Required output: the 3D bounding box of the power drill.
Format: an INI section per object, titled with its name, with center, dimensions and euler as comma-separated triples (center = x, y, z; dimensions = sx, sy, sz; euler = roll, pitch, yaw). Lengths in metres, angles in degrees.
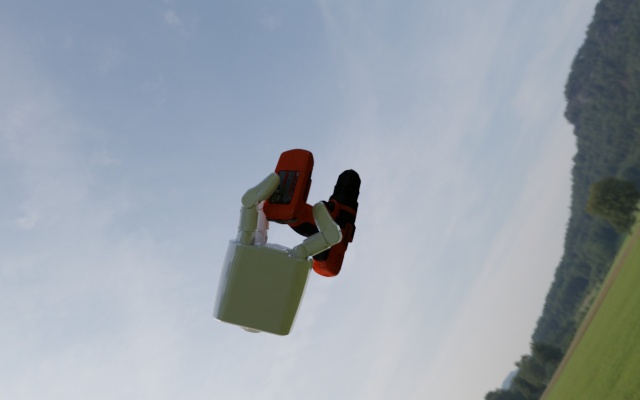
[power drill]
center = 0.000, 0.002, 0.711
dimensions = 0.057, 0.184, 0.188
euler = 0, -27, 31
